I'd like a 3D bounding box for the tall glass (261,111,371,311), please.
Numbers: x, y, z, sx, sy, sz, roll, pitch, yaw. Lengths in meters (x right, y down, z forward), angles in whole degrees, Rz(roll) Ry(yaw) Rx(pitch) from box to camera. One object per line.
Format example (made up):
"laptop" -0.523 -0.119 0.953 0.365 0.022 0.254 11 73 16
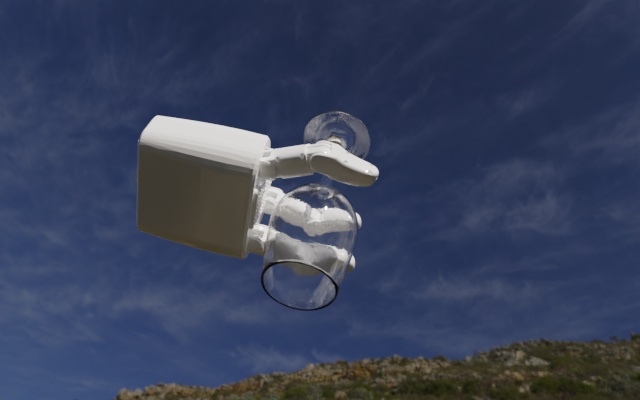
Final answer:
"tall glass" 0.000 0.001 0.443 0.079 0.079 0.201 0 42 13
